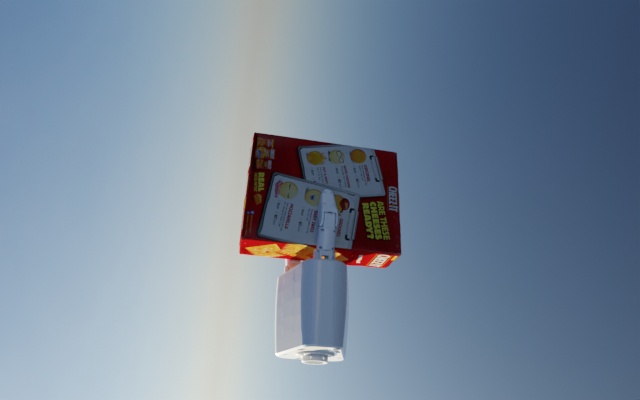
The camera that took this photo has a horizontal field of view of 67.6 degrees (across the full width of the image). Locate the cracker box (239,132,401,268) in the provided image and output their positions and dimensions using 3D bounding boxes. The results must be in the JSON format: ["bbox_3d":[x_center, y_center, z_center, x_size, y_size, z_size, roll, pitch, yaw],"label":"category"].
[{"bbox_3d":[0.000,0.002,0.679,0.214,0.164,0.072,7,-26,-10],"label":"cracker box"}]
